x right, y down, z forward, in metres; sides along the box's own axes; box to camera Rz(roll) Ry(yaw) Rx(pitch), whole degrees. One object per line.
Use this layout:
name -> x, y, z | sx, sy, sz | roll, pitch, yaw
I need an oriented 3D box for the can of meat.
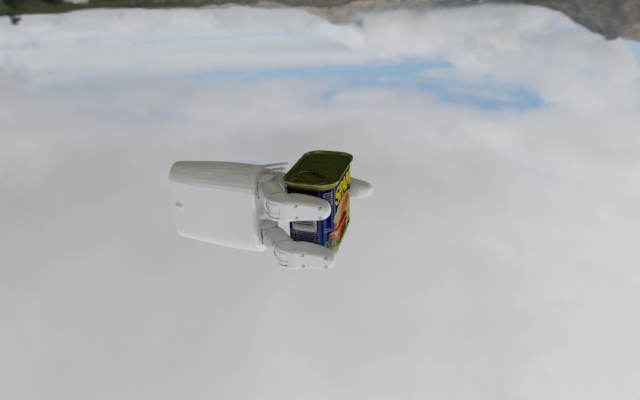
can of meat -> 0.000, 0.002, 0.517 | 0.057, 0.084, 0.102 | 6, 25, 14
